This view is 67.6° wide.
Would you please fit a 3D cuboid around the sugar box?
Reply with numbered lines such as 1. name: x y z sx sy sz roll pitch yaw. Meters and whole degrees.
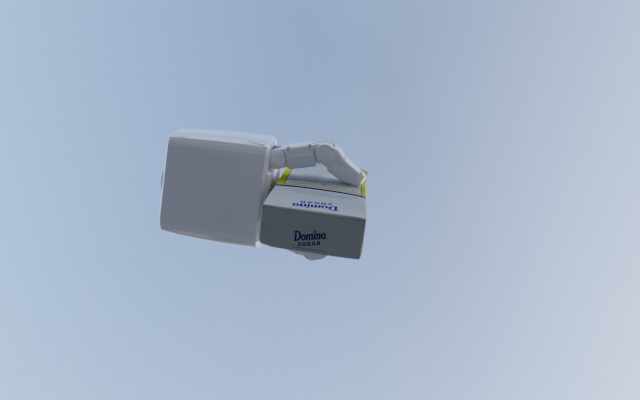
1. sugar box: 0.000 0.002 0.493 0.093 0.048 0.176 8 21 3
